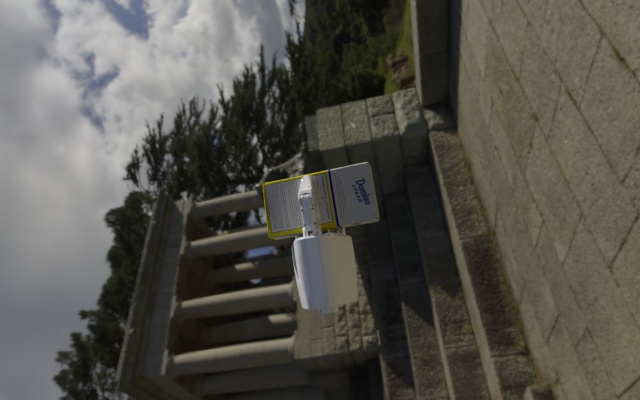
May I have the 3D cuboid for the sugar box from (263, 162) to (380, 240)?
[{"bbox_3d":[0.000,0.003,0.762,0.176,0.093,0.048,-10,-10,8],"label":"sugar box"}]
